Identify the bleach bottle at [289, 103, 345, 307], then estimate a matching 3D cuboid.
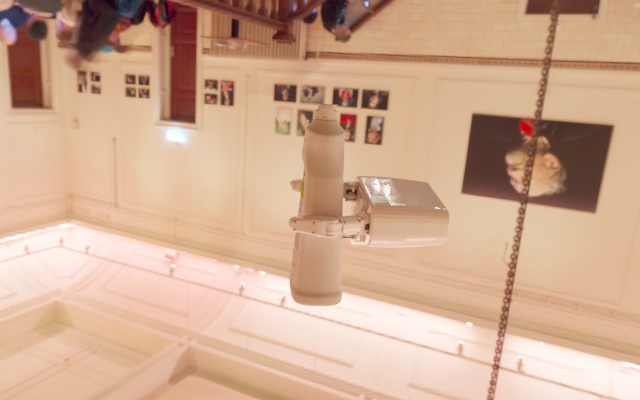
[{"bbox_3d":[0.000,0.002,0.623,0.068,0.251,0.102,2,12,-9],"label":"bleach bottle"}]
